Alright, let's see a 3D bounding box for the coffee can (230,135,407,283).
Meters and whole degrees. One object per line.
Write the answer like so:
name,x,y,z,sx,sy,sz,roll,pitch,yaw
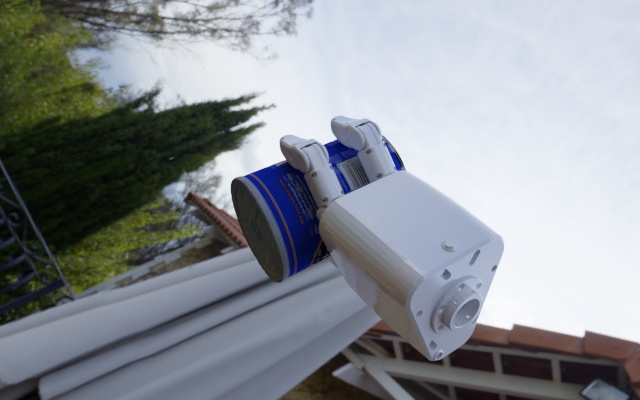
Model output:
coffee can,0.000,0.002,0.455,0.140,0.103,0.103,-24,9,-22
